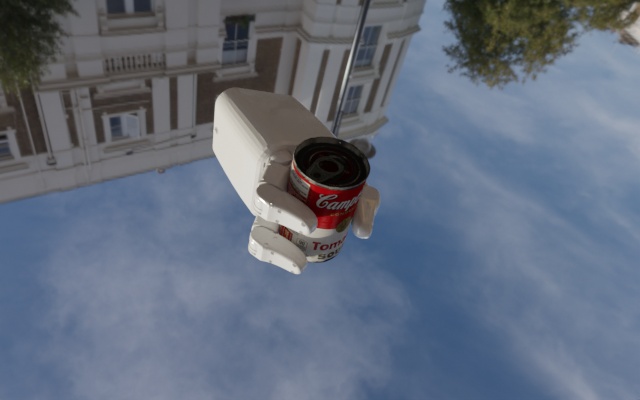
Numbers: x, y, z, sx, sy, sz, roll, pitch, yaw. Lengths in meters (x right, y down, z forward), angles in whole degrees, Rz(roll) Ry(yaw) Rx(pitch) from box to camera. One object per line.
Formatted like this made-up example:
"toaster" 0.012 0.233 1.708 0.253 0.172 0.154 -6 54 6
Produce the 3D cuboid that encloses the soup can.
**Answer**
"soup can" 0.000 0.002 0.445 0.068 0.102 0.068 8 43 -8
